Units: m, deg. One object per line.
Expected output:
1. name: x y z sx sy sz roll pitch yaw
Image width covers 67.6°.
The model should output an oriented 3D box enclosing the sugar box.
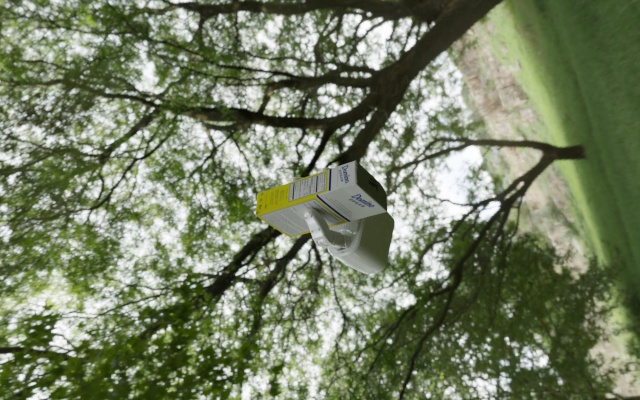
1. sugar box: 0.000 0.002 0.707 0.176 0.048 0.093 -19 -36 28
